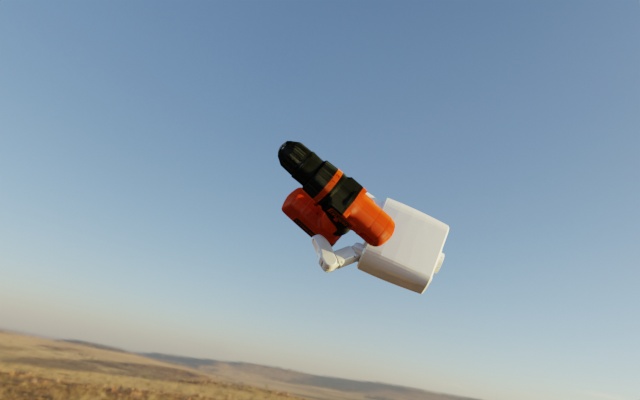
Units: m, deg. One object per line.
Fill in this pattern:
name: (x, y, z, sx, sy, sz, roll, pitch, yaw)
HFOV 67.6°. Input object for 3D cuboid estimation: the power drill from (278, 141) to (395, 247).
power drill: (0.000, 0.002, 0.682, 0.184, 0.057, 0.188, 42, -17, -6)
